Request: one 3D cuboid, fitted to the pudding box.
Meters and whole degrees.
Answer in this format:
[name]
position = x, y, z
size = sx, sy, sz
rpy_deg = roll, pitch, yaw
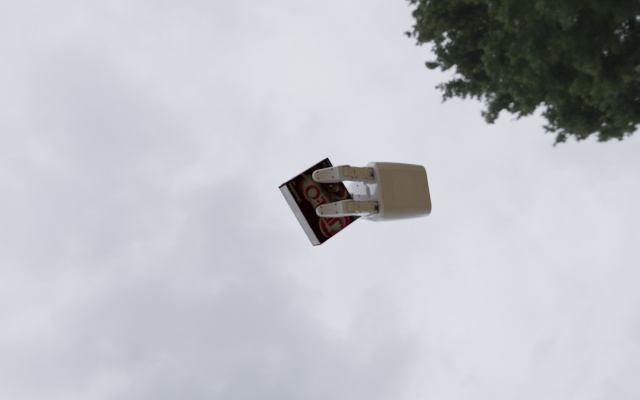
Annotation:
[pudding box]
position = 0.000, 0.002, 0.756
size = 0.090, 0.113, 0.039
rpy_deg = -33, 3, -28
